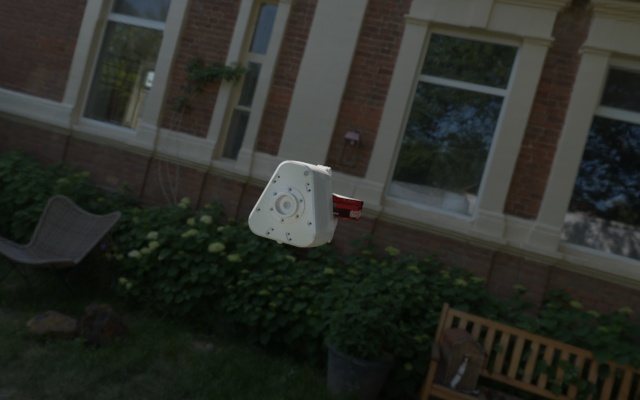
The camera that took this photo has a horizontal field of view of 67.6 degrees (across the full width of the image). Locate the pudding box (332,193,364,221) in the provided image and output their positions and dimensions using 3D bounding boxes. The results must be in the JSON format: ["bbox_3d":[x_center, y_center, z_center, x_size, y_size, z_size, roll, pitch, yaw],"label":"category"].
[{"bbox_3d":[0.000,0.002,0.785,0.113,0.039,0.090,17,3,40],"label":"pudding box"}]
